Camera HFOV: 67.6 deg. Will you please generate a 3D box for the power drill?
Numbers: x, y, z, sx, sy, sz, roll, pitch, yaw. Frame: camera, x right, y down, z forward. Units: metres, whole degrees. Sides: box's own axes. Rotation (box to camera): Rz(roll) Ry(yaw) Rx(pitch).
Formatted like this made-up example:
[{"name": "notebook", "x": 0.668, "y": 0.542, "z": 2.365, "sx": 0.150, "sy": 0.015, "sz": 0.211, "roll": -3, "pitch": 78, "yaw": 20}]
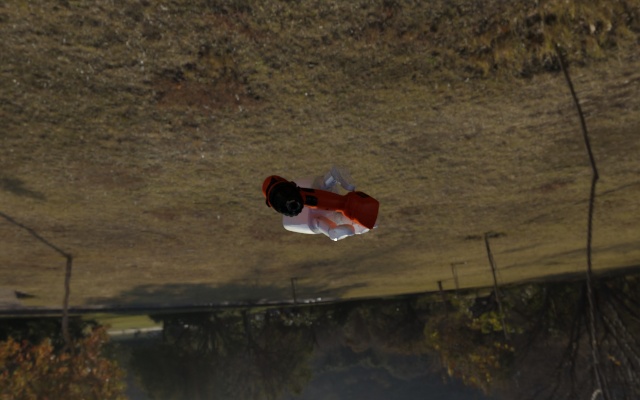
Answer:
[{"name": "power drill", "x": 0.000, "y": 0.003, "z": 0.809, "sx": 0.187, "sy": 0.057, "sz": 0.184, "roll": 12, "pitch": 9, "yaw": -18}]
